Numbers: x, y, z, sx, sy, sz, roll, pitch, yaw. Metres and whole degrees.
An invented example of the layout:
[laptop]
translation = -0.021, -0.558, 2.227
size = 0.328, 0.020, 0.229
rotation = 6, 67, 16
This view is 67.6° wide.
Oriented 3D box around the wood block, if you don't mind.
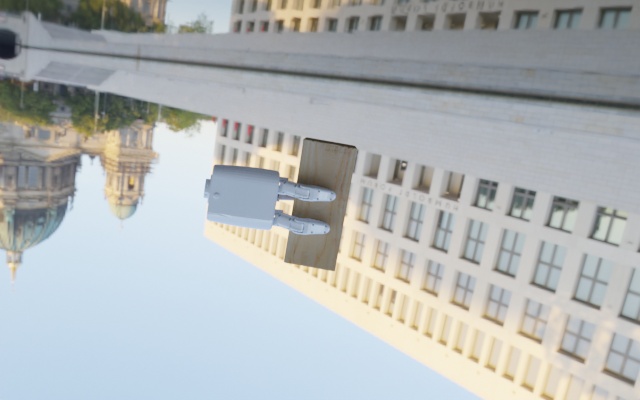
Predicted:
[wood block]
translation = 0.000, 0.003, 0.815
size = 0.090, 0.206, 0.091
rotation = 10, 10, -1
